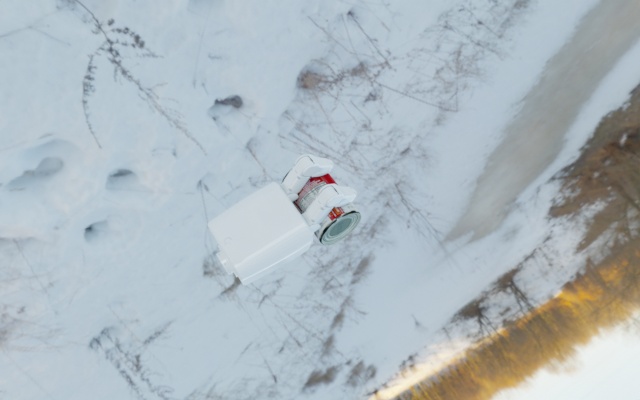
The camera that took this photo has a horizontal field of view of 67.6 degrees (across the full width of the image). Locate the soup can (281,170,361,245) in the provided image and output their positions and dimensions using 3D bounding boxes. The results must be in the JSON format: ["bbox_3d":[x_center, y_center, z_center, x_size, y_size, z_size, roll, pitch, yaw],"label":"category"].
[{"bbox_3d":[0.001,0.002,0.655,0.068,0.102,0.068,-29,-27,-16],"label":"soup can"}]
